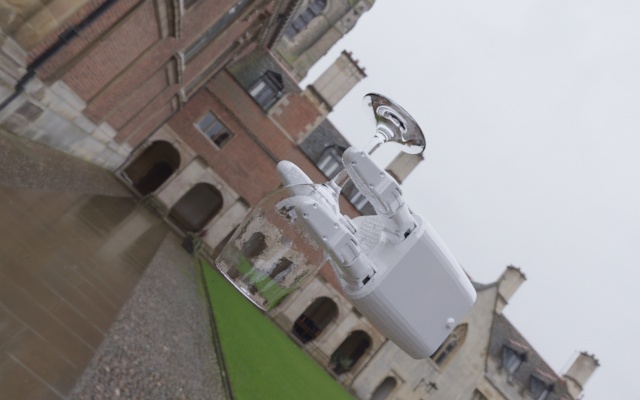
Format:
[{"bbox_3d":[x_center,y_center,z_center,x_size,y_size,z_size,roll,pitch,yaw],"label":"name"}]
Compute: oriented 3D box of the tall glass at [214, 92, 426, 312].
[{"bbox_3d":[0.000,0.001,0.416,0.079,0.201,0.079,42,-11,10],"label":"tall glass"}]
